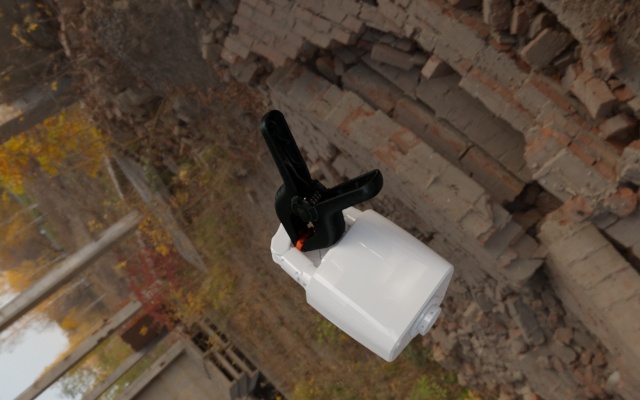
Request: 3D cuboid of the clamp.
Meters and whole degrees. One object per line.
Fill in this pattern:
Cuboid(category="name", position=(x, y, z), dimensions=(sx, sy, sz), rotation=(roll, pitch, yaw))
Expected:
Cuboid(category="clamp", position=(0.000, 0.002, 0.454), dimensions=(0.120, 0.172, 0.039), rotation=(33, 60, 25))
